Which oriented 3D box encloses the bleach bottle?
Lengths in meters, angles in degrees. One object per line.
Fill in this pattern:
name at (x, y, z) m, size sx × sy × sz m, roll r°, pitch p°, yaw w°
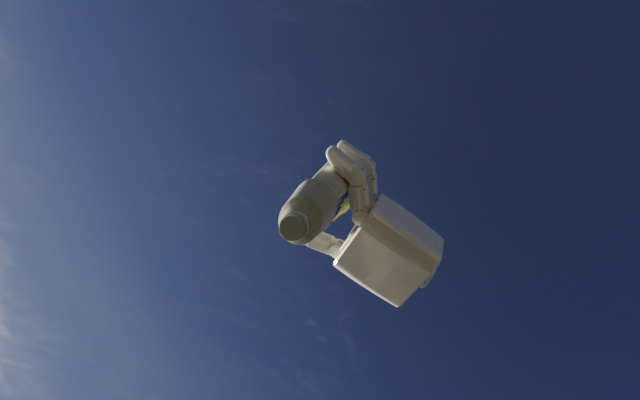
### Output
bleach bottle at (0.000, 0.002, 0.621) m, size 0.068 × 0.103 × 0.250 m, roll 34°, pitch 23°, yaw 5°
